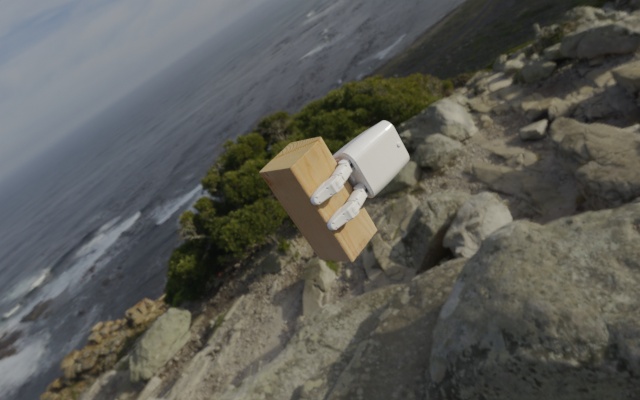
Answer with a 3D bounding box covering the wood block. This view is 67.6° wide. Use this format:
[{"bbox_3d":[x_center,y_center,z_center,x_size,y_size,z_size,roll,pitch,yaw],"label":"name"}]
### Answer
[{"bbox_3d":[0.000,0.002,0.837,0.091,0.206,0.090,-3,38,50],"label":"wood block"}]
